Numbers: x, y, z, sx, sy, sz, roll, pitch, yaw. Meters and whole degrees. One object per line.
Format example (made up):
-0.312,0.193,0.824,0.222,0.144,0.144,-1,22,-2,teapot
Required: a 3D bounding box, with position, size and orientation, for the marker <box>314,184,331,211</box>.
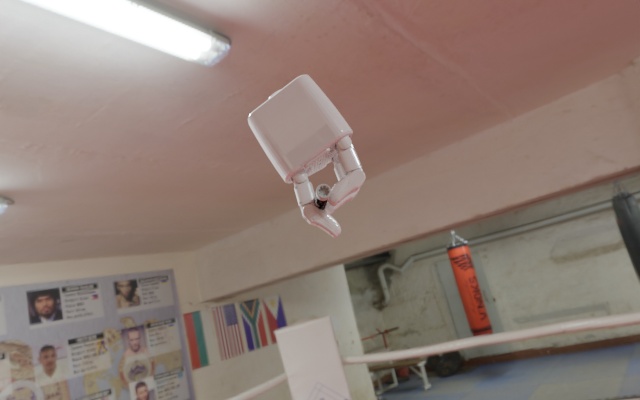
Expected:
0.000,0.002,0.651,0.020,0.020,0.121,0,-13,-4,marker
